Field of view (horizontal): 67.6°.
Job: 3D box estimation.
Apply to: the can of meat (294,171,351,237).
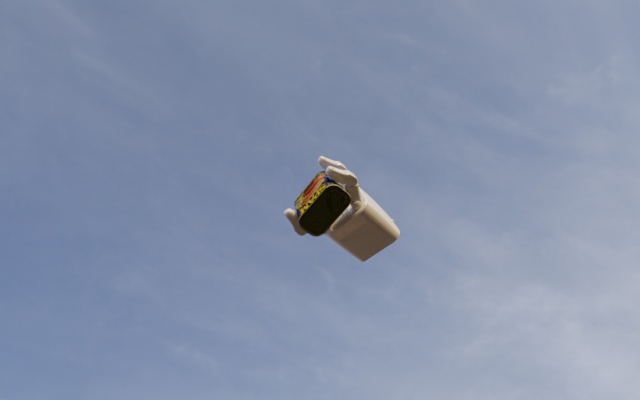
[{"bbox_3d":[0.000,0.003,0.880,0.057,0.102,0.084,36,12,-23],"label":"can of meat"}]
